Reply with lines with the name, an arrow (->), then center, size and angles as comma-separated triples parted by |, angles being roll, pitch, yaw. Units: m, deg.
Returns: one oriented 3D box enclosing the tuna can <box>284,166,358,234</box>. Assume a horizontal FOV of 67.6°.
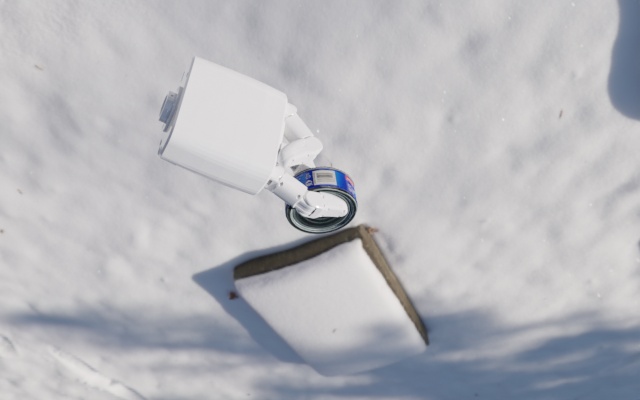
tuna can -> 0.000, 0.002, 0.559 | 0.086, 0.033, 0.086 | -5, -41, -4
